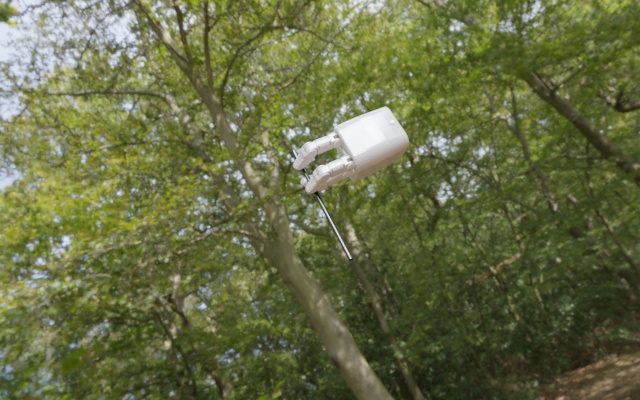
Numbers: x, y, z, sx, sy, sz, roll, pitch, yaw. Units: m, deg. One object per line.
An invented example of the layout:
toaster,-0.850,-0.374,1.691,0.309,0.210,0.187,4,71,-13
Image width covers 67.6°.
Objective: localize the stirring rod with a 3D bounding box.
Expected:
stirring rod,0.000,0.003,0.844,0.011,0.239,0.011,-22,-27,-12
